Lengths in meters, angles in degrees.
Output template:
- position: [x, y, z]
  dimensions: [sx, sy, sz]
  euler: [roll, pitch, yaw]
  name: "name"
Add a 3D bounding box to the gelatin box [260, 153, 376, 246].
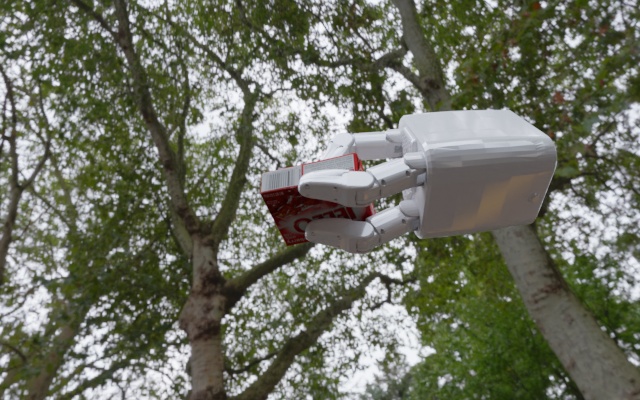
- position: [0.000, 0.001, 0.427]
  dimensions: [0.089, 0.030, 0.073]
  euler: [-11, -46, 11]
  name: "gelatin box"
